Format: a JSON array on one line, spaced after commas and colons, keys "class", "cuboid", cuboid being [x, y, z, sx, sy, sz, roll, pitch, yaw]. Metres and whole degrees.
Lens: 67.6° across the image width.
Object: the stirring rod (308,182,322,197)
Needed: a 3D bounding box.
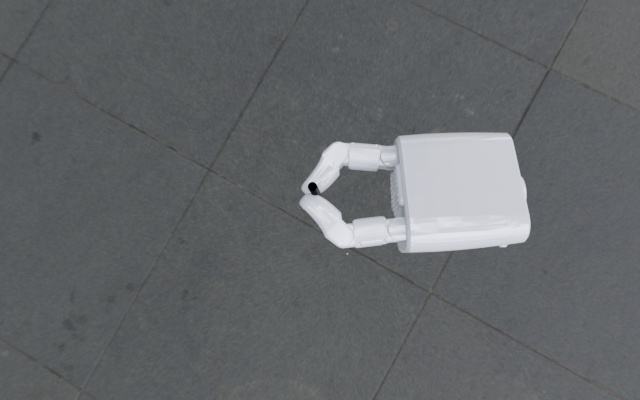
[{"class": "stirring rod", "cuboid": [0.000, 0.002, 0.516, 0.011, 0.011, 0.239, 0, -6, 3]}]
